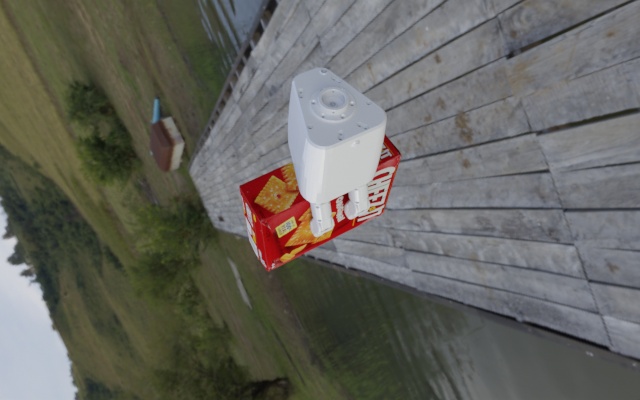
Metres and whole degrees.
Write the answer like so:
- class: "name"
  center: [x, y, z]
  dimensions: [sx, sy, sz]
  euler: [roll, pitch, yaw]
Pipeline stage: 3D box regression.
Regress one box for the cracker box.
- class: "cracker box"
  center: [0.000, 0.002, 0.683]
  dimensions: [0.213, 0.072, 0.164]
  euler: [-25, -26, -17]
